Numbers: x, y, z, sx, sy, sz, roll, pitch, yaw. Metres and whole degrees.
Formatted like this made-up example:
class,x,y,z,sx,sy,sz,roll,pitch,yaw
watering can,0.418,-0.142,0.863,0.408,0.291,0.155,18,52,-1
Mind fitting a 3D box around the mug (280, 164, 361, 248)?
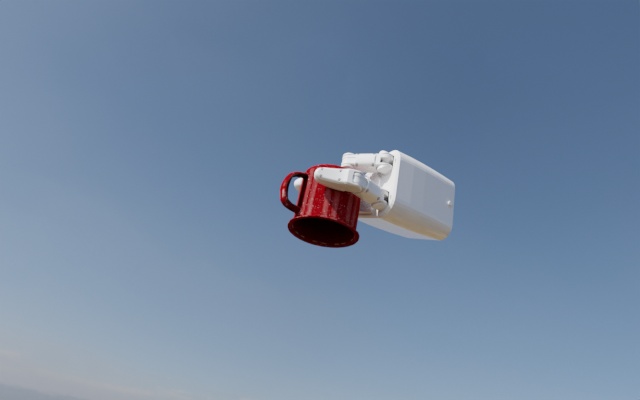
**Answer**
class,x,y,z,sx,sy,sz,roll,pitch,yaw
mug,-0.001,0.001,0.619,0.117,0.081,0.093,24,-30,-23
